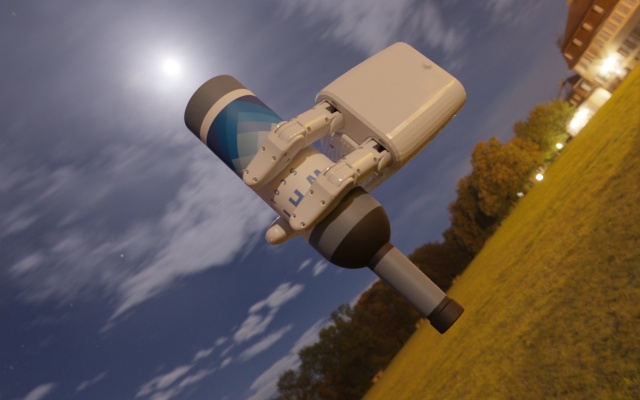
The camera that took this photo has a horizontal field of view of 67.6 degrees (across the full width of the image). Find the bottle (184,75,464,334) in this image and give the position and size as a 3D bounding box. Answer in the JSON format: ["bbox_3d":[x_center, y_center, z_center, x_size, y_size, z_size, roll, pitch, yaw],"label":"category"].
[{"bbox_3d":[0.000,0.001,0.418,0.295,0.069,0.069,42,14,17],"label":"bottle"}]
